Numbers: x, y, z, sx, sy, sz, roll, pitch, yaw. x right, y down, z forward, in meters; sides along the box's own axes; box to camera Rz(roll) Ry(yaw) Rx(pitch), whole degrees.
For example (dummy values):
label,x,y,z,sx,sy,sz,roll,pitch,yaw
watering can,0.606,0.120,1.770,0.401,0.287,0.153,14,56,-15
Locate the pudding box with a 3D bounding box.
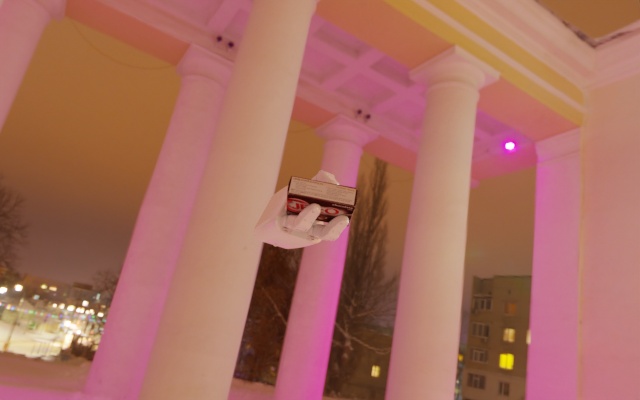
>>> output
label,x,y,z,sx,sy,sz,roll,pitch,yaw
pudding box,0.000,0.002,0.790,0.113,0.039,0.090,9,-23,-1
